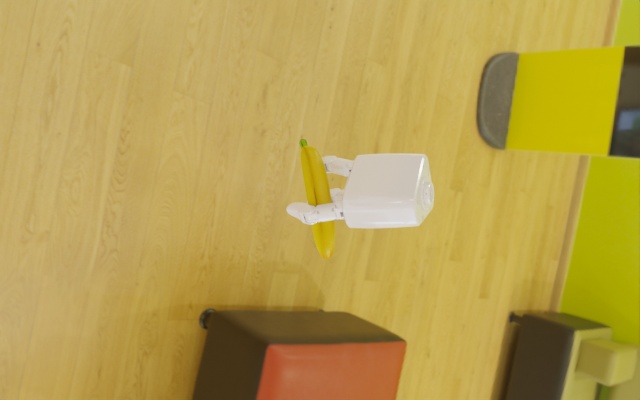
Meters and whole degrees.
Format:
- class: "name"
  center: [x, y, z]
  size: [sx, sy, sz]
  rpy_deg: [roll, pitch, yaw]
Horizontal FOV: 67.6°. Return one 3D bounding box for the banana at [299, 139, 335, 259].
- class: "banana"
  center: [-0.001, 0.002, 0.740]
  size: [0.037, 0.198, 0.069]
  rpy_deg: [-9, 7, 3]
